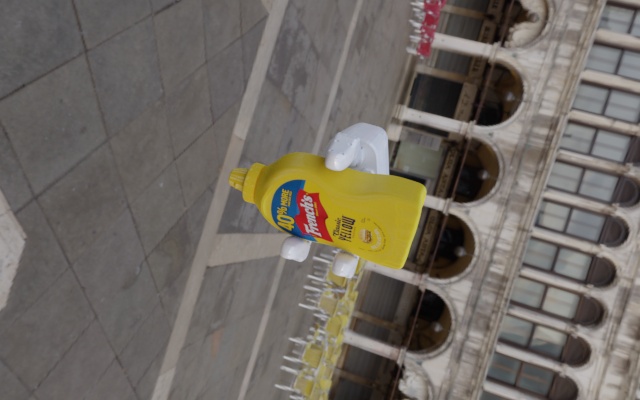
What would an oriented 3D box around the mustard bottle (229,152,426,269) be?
[{"bbox_3d":[0.000,0.002,0.472,0.191,0.096,0.058,17,46,10],"label":"mustard bottle"}]
